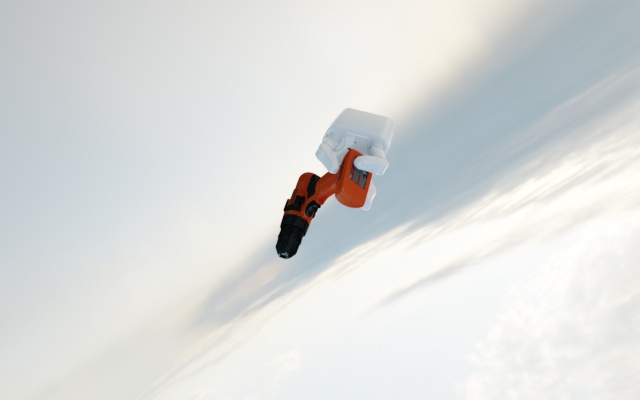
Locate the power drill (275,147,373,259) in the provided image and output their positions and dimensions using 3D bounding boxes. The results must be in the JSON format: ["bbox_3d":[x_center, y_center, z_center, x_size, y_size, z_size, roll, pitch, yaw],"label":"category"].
[{"bbox_3d":[0.001,0.002,0.822,0.057,0.184,0.188,35,-38,-26],"label":"power drill"}]
